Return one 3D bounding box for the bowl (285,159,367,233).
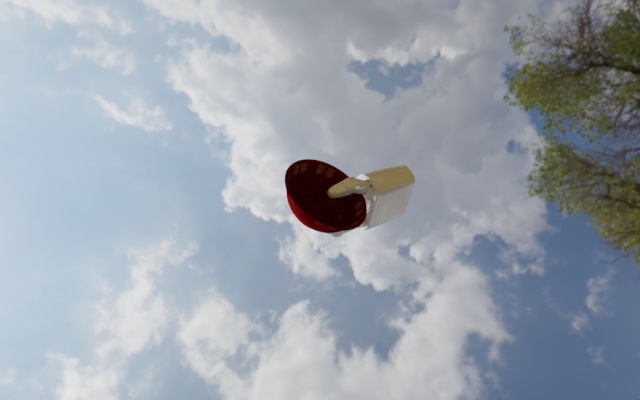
[{"bbox_3d":[-0.001,0.003,0.847,0.162,0.162,0.055,0,-39,-37],"label":"bowl"}]
